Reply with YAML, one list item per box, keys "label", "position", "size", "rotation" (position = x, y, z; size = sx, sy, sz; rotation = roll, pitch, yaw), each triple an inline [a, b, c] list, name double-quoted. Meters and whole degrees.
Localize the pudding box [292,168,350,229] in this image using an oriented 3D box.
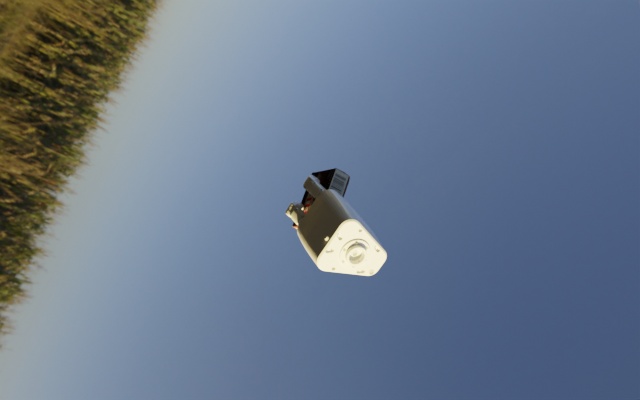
- label: "pudding box"
  position: [0.000, 0.003, 0.850]
  size: [0.039, 0.113, 0.090]
  rotation: [28, -15, -26]
